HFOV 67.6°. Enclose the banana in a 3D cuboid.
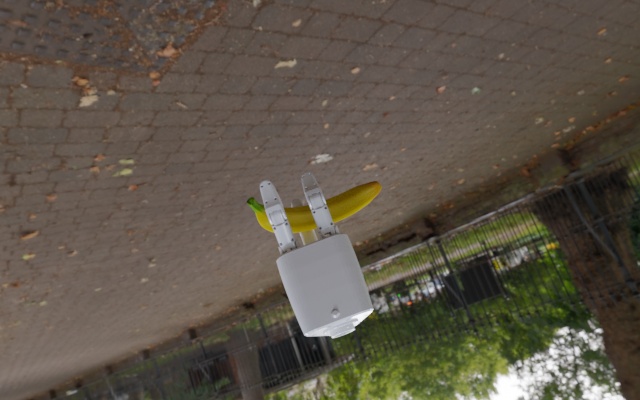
[{"bbox_3d":[-0.006,0.014,0.683,0.198,0.037,0.070,-10,-33,-19],"label":"banana"}]
